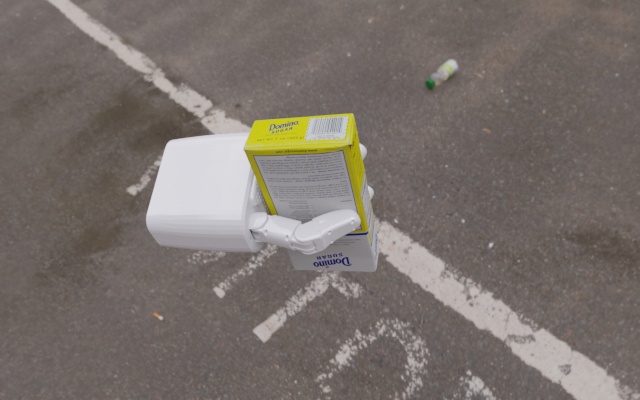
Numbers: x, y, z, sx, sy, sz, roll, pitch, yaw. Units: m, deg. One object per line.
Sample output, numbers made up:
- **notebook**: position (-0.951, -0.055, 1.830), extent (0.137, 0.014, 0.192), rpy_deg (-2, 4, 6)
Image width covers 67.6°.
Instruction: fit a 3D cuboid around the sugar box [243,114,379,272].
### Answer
- **sugar box**: position (0.000, 0.001, 0.460), extent (0.093, 0.048, 0.176), rpy_deg (-1, -41, 15)
